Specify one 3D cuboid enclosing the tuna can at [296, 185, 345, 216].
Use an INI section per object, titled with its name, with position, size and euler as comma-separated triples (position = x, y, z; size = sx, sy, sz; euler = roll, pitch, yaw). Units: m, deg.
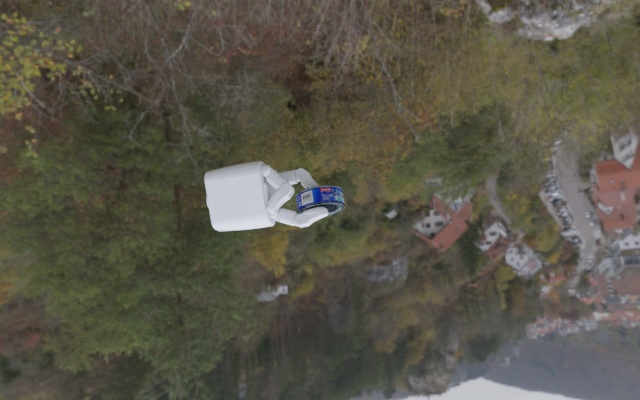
[tuna can]
position = 0.000, 0.003, 0.860
size = 0.086, 0.033, 0.086
euler = -8, -18, -2
